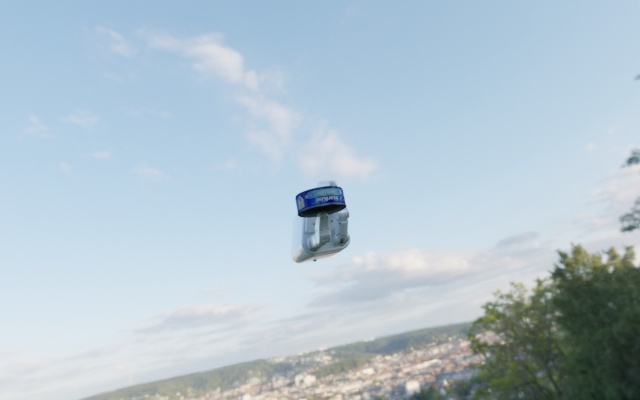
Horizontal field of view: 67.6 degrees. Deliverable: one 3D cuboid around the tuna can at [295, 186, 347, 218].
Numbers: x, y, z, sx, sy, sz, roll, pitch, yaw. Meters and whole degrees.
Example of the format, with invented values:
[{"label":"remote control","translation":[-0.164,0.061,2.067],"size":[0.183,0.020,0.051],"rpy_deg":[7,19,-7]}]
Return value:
[{"label":"tuna can","translation":[0.000,0.002,0.823],"size":[0.086,0.033,0.086],"rpy_deg":[-10,-13,-2]}]
